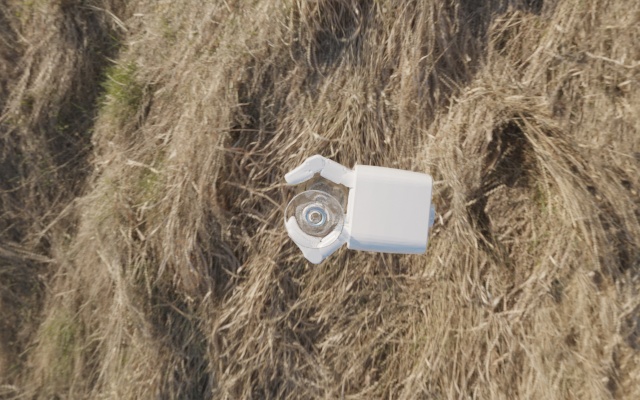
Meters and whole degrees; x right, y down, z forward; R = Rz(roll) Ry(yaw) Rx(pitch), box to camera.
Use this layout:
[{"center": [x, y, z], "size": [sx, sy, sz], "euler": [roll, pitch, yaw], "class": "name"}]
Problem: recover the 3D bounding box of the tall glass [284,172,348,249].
[{"center": [0.000, 0.002, 0.678], "size": [0.079, 0.079, 0.201], "euler": [0, 13, 4], "class": "tall glass"}]
